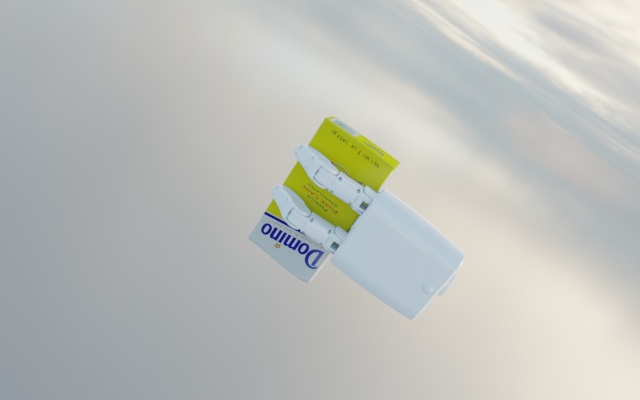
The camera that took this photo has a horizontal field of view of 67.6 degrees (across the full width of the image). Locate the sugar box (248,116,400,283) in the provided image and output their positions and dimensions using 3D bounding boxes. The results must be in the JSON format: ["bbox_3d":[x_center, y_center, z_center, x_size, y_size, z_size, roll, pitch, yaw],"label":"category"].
[{"bbox_3d":[0.000,0.002,0.544,0.093,0.176,0.048,37,20,8],"label":"sugar box"}]
